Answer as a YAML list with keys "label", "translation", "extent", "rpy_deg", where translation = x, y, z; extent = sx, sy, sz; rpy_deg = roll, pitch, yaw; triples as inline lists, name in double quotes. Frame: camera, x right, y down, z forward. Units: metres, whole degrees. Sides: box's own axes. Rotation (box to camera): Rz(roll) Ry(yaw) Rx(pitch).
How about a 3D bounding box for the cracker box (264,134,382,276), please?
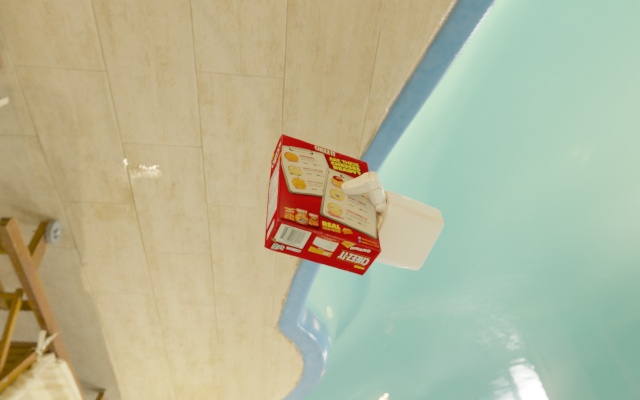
- label: "cracker box"
  translation: [0.000, 0.002, 0.762]
  extent: [0.164, 0.072, 0.213]
  rpy_deg: [17, 38, -17]
